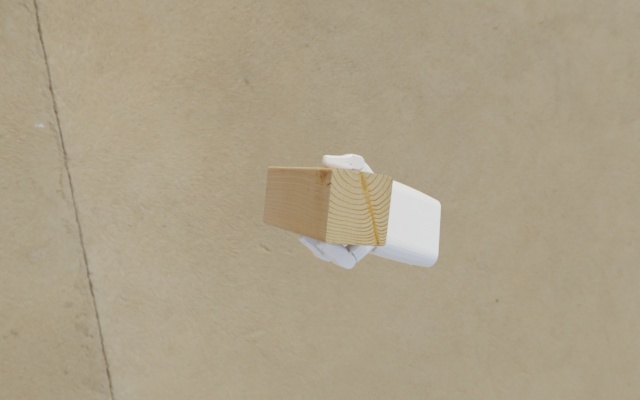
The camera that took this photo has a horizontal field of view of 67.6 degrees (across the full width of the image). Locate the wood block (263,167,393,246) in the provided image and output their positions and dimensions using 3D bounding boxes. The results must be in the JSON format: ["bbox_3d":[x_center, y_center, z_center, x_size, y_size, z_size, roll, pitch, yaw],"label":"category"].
[{"bbox_3d":[0.001,0.002,0.665,0.090,0.091,0.206,6,1,-28],"label":"wood block"}]
